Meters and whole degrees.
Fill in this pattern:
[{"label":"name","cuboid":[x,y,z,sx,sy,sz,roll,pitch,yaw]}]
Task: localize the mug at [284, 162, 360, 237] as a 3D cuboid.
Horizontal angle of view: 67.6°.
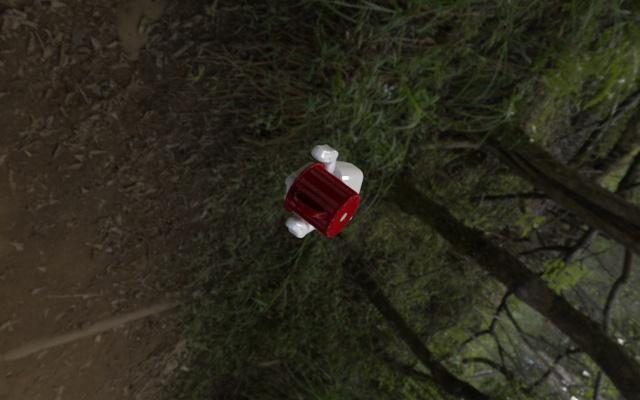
[{"label":"mug","cuboid":[0.000,0.003,0.714,0.081,0.093,0.117,37,19,19]}]
